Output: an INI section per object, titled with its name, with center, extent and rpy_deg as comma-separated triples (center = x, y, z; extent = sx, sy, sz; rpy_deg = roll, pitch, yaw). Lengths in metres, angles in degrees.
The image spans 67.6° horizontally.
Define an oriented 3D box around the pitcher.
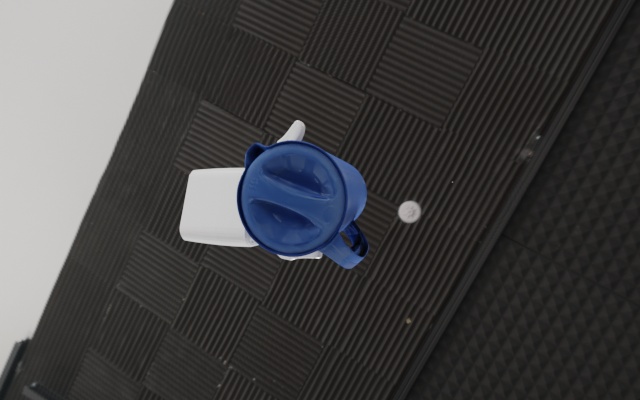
[pitcher]
center = 0.000, 0.002, 0.652
extent = 0.145, 0.149, 0.243
rpy_deg = 2, 3, 14
